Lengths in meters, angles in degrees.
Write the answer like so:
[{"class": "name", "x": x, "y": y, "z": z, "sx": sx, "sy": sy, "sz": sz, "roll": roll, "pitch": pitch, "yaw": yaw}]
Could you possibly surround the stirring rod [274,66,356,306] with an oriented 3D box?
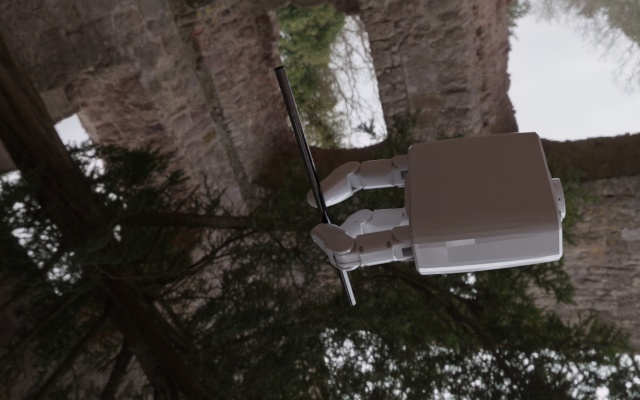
[{"class": "stirring rod", "x": 0.000, "y": 0.001, "z": 0.415, "sx": 0.011, "sy": 0.240, "sz": 0.011, "roll": -13, "pitch": 29, "yaw": 7}]
